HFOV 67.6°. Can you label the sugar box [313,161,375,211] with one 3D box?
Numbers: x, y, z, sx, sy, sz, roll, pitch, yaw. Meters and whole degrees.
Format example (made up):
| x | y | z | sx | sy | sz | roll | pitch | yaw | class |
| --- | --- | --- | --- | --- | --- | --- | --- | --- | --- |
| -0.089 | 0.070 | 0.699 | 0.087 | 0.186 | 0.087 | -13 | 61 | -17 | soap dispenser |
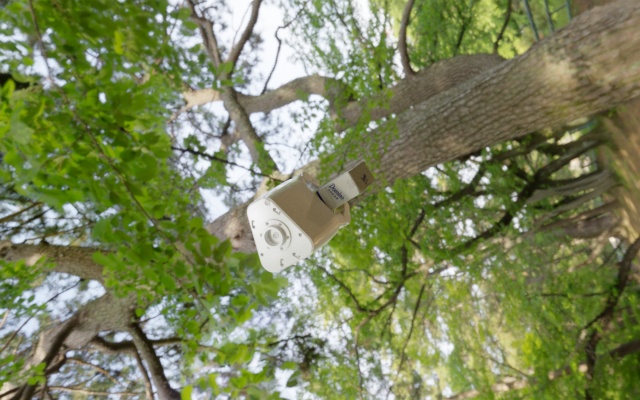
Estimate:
| x | y | z | sx | sy | sz | roll | pitch | yaw | class |
| --- | --- | --- | --- | --- | --- | --- | --- | --- | --- |
| 0.000 | 0.003 | 0.796 | 0.176 | 0.048 | 0.093 | -29 | 4 | 26 | sugar box |
